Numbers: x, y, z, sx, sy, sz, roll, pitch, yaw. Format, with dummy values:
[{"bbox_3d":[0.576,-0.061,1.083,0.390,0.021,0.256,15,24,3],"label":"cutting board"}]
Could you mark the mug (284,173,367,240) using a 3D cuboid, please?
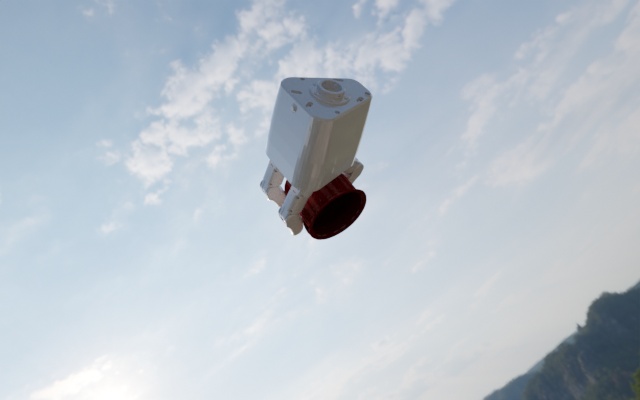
[{"bbox_3d":[0.000,0.003,0.669,0.093,0.117,0.081,-16,52,-33],"label":"mug"}]
